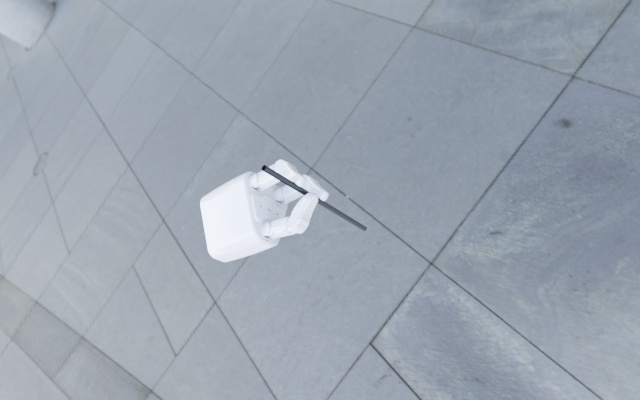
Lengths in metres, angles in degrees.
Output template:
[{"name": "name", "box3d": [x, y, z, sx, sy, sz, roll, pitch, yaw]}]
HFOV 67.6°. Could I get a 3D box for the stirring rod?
[{"name": "stirring rod", "box3d": [0.000, 0.002, 0.696, 0.011, 0.011, 0.240, 0, -22, 40]}]
